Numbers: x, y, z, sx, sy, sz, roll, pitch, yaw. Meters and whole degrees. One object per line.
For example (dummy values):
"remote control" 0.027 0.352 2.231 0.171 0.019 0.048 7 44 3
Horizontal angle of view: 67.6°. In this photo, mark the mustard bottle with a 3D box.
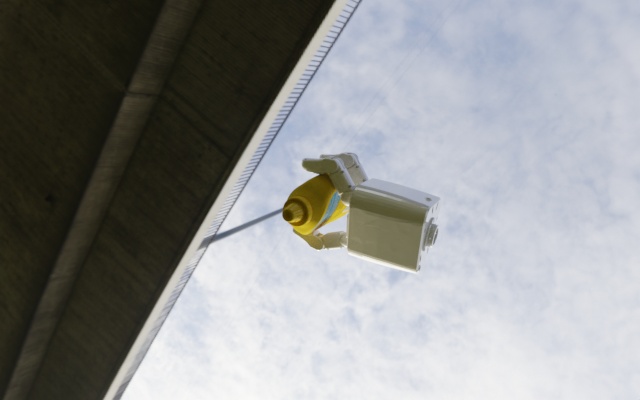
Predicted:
"mustard bottle" 0.000 0.002 0.705 0.058 0.096 0.191 39 25 14
